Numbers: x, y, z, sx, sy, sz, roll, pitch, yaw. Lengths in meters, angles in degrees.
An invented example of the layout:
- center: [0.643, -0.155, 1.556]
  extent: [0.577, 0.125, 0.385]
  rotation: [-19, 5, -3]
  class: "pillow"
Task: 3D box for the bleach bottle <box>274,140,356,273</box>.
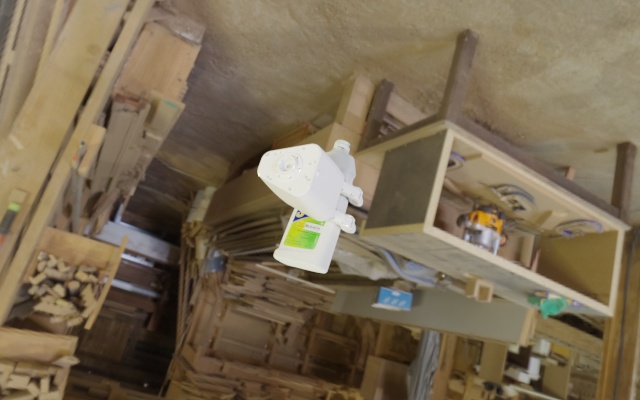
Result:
- center: [0.000, 0.003, 0.893]
  extent: [0.102, 0.250, 0.068]
  rotation: [9, -18, 27]
  class: "bleach bottle"
